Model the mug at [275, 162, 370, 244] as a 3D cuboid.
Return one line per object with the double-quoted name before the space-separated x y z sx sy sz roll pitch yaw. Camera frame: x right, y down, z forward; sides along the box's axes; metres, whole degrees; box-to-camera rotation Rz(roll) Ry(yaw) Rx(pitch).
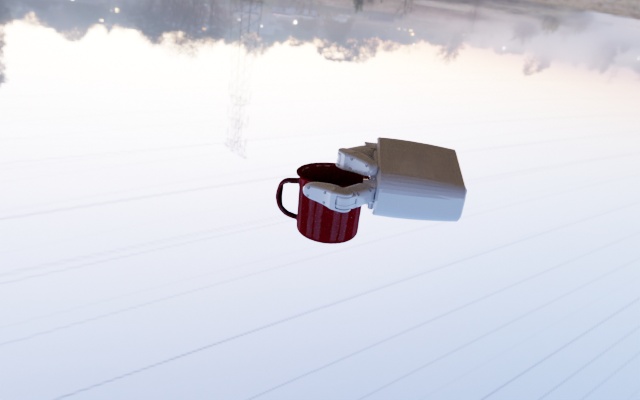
"mug" -0.001 0.002 0.613 0.117 0.081 0.093 6 22 1
